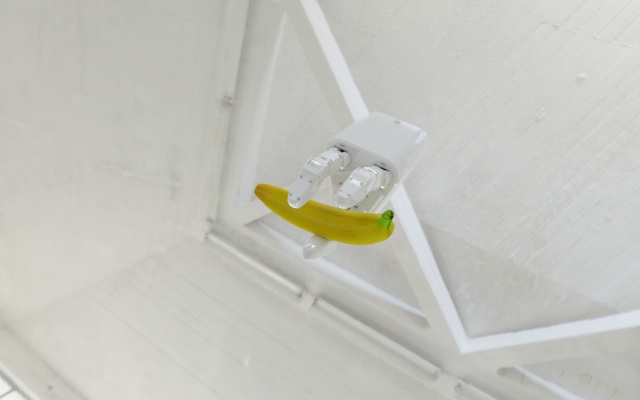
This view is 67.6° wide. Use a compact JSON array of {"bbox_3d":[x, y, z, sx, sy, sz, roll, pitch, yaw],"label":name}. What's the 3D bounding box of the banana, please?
[{"bbox_3d":[0.009,0.016,0.543,0.198,0.070,0.037,10,48,38],"label":"banana"}]
